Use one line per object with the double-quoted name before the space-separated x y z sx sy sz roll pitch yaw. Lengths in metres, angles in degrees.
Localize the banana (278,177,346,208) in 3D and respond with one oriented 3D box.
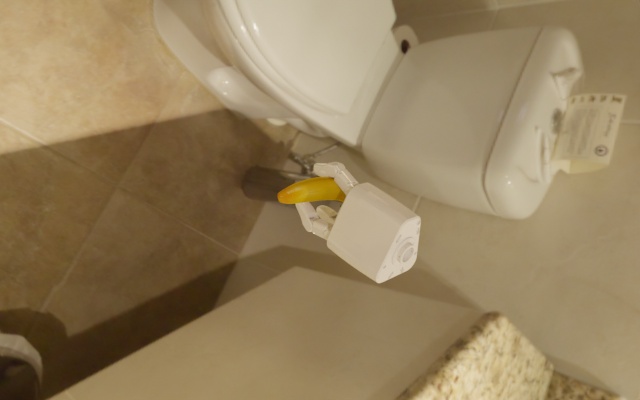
"banana" 0.014 -0.010 0.774 0.070 0.037 0.198 -47 -29 21
